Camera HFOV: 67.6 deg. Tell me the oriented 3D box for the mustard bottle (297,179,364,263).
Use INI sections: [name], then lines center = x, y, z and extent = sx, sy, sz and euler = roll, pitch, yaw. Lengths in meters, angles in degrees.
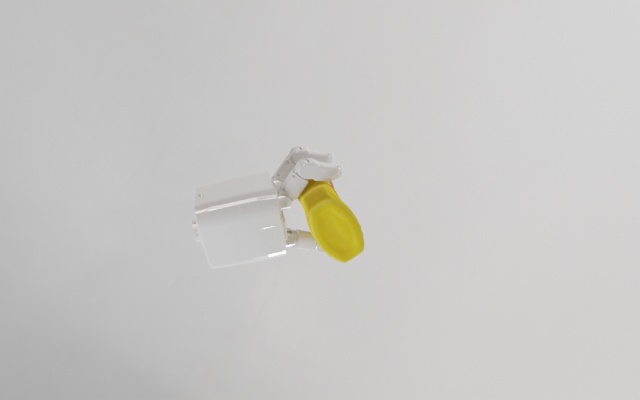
[mustard bottle]
center = 0.000, 0.002, 0.659
extent = 0.058, 0.096, 0.191
euler = -34, 27, 2
